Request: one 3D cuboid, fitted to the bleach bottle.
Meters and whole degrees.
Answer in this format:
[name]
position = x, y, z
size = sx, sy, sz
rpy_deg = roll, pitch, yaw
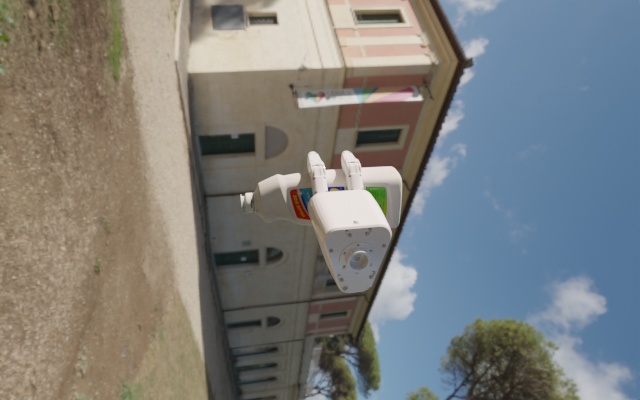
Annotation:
[bleach bottle]
position = 0.000, 0.002, 0.764
size = 0.251, 0.103, 0.068
rpy_deg = -5, 27, -9
